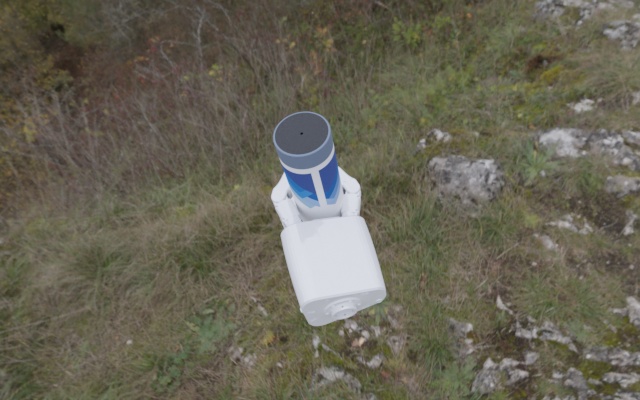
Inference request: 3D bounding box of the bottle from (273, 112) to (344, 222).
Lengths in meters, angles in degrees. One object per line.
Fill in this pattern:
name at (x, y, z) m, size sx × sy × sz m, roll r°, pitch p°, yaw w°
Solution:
bottle at (0.000, 0.002, 0.662) m, size 0.069 × 0.069 × 0.296 m, roll 0°, pitch -32°, yaw 10°
